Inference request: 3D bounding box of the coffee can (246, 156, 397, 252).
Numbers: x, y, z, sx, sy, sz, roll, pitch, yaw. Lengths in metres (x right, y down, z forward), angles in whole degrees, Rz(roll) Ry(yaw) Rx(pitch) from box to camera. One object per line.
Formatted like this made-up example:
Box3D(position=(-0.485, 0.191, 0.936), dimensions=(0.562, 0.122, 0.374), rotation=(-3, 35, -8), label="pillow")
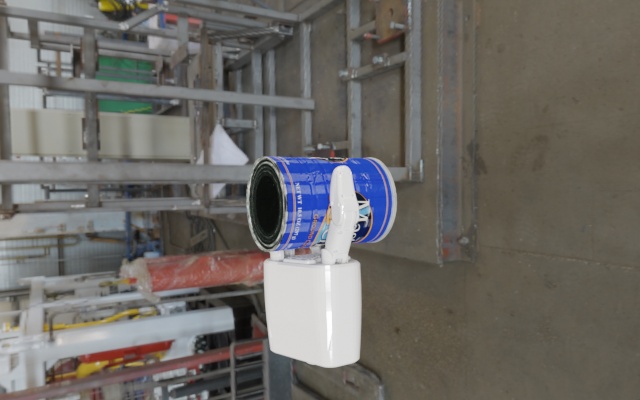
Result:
Box3D(position=(0.000, 0.002, 0.542), dimensions=(0.140, 0.103, 0.103), rotation=(-2, 1, -30), label="coffee can")
